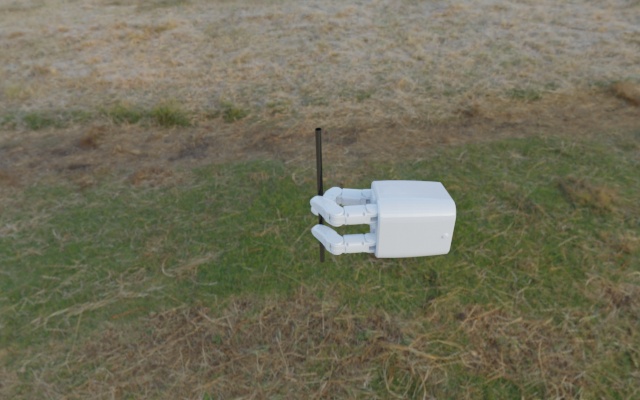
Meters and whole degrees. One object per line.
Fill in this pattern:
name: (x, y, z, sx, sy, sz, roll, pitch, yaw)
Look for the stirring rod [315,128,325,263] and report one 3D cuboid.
stirring rod: (0.000, 0.002, 0.692, 0.011, 0.240, 0.011, -1, 38, 1)
